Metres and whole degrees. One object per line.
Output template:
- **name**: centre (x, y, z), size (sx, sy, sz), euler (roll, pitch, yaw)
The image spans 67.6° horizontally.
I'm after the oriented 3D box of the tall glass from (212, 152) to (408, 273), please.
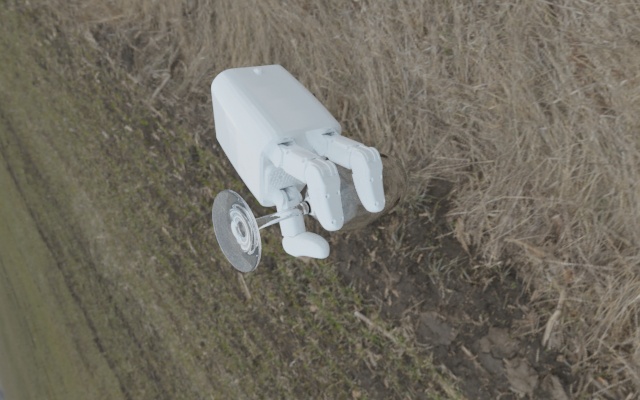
- **tall glass**: centre (0.000, 0.002, 0.471), size (0.201, 0.079, 0.079), euler (-18, 12, -38)
